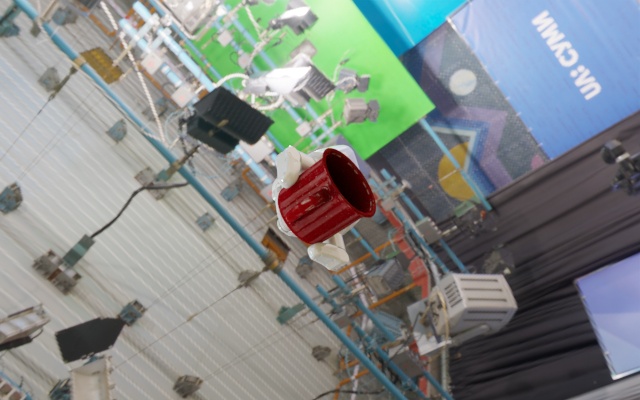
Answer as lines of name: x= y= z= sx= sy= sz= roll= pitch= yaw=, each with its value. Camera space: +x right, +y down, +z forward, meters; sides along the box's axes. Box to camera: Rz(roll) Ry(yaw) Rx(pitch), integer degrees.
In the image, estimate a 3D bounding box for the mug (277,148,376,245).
mug: x=-0.001 y=0.002 z=0.546 sx=0.081 sy=0.093 sz=0.117 roll=-35 pitch=-2 yaw=26
